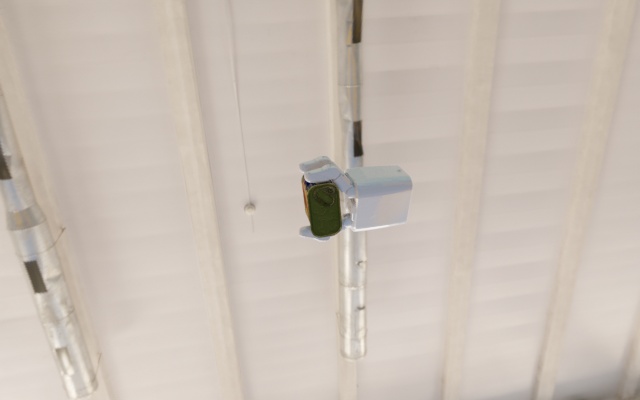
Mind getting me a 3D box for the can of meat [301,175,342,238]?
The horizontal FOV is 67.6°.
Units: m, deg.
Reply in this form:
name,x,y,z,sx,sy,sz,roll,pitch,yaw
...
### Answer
name,x,y,z,sx,sy,sz,roll,pitch,yaw
can of meat,0.000,0.003,0.869,0.057,0.102,0.084,-9,24,-8
